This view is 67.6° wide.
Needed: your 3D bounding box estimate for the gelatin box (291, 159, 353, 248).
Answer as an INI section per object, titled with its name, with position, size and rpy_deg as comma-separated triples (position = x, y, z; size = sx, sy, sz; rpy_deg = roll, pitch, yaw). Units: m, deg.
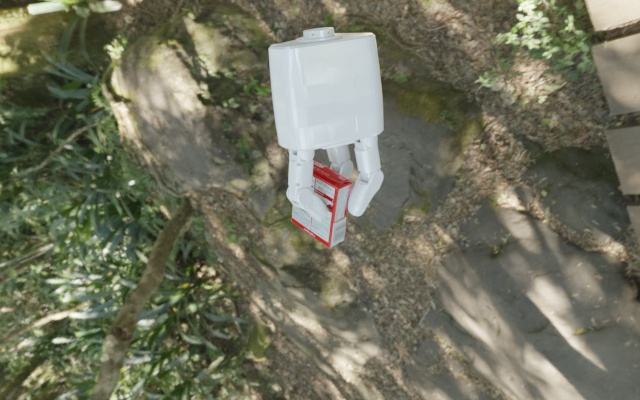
[gelatin box]
position = 0.000, 0.002, 0.586
size = 0.030, 0.089, 0.073
rpy_deg = -23, 42, -39
